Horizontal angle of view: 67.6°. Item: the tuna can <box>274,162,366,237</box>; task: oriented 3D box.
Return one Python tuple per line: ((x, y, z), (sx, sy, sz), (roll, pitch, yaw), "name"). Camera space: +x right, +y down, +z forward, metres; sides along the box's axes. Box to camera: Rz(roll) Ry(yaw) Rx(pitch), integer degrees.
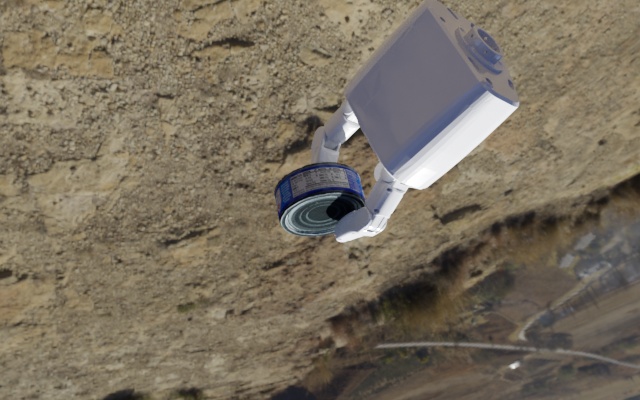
((0.000, 0.002, 0.459), (0.086, 0.033, 0.086), (-9, -30, -5), "tuna can")
